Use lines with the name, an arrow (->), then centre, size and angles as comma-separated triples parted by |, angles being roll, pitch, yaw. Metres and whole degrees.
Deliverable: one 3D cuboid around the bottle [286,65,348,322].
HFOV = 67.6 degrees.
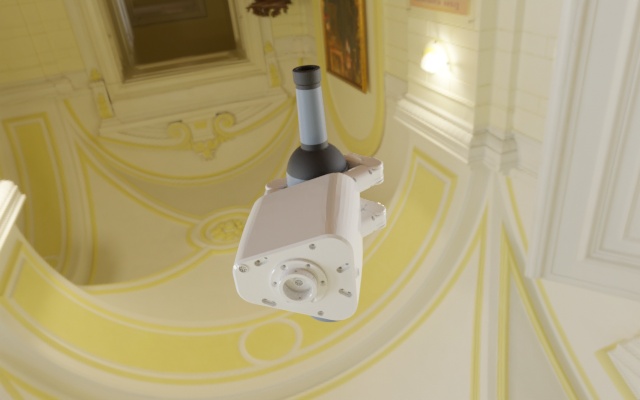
bottle -> 0.000, 0.002, 0.527 | 0.069, 0.296, 0.069 | -5, 29, 3
